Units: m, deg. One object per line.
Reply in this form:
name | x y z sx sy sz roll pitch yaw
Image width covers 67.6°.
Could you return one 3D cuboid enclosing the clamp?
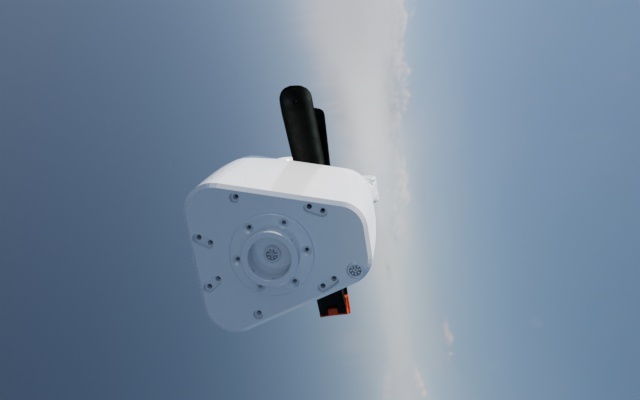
clamp | 0.001 0.002 0.447 0.036 0.210 0.164 -8 11 6
